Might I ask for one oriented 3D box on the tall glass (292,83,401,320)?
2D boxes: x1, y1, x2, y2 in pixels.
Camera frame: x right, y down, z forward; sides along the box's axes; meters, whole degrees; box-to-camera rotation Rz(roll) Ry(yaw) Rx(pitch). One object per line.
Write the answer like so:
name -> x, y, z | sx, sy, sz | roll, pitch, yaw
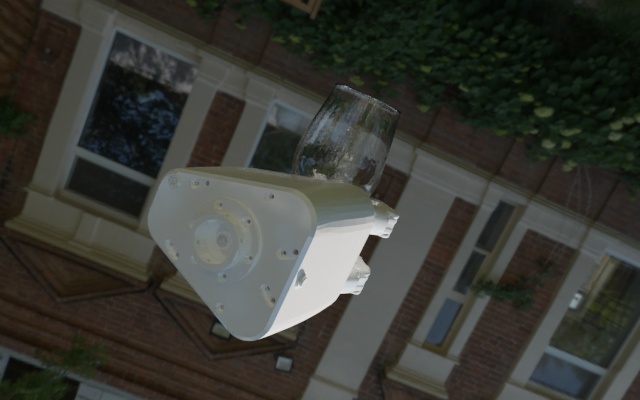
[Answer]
tall glass -> 0.000, 0.002, 0.425 | 0.079, 0.201, 0.079 | 24, 10, -4
